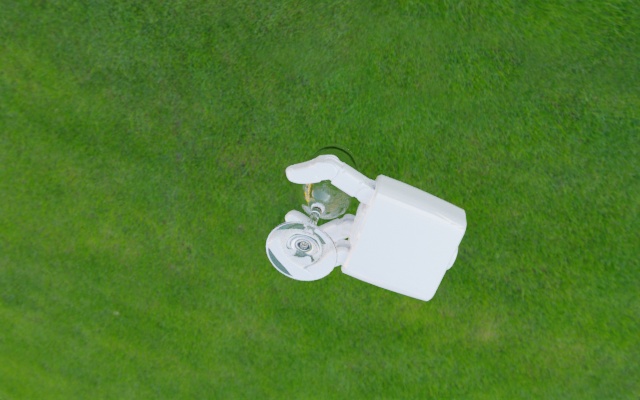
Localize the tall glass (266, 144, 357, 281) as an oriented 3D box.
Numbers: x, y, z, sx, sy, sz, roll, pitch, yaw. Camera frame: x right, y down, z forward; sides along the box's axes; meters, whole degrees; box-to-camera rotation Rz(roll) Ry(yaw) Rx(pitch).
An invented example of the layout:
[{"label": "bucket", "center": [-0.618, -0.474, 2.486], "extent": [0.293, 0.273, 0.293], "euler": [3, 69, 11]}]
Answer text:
[{"label": "tall glass", "center": [0.000, 0.002, 0.564], "extent": [0.079, 0.079, 0.201], "euler": [0, 31, 13]}]
